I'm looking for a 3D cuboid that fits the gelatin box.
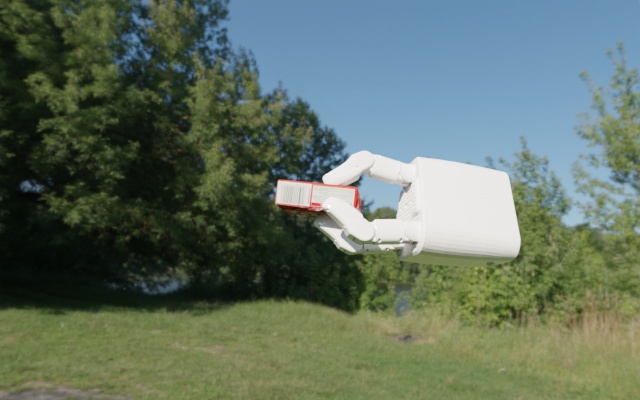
[{"bbox_3d":[0.000,0.001,0.535,0.089,0.030,0.073,6,-9,7],"label":"gelatin box"}]
